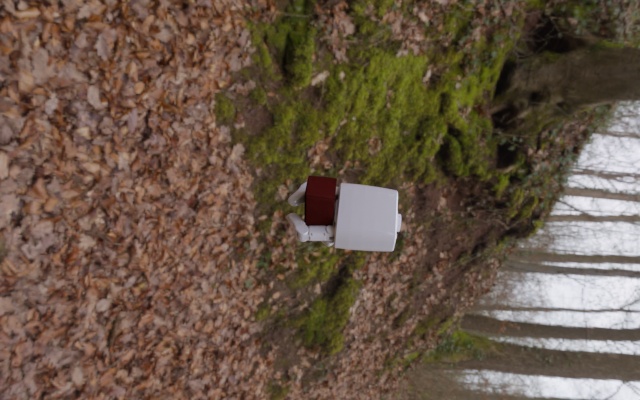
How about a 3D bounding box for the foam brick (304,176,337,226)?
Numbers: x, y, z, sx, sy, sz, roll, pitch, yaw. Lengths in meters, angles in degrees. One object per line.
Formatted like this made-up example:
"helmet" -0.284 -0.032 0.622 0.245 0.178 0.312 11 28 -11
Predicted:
"foam brick" 0.000 0.003 0.832 0.051 0.053 0.078 6 -44 3
